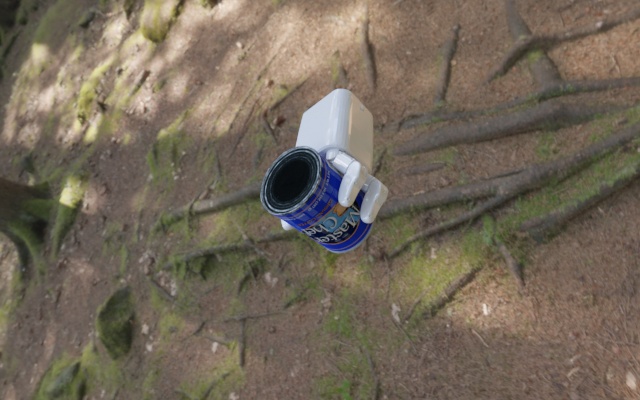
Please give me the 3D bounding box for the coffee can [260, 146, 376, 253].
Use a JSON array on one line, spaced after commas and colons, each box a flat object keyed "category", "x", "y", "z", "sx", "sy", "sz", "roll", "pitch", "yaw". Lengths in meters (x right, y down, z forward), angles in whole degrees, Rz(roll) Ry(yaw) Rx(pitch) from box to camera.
[{"category": "coffee can", "x": 0.000, "y": 0.002, "z": 0.673, "sx": 0.103, "sy": 0.102, "sz": 0.140, "roll": 0, "pitch": -25, "yaw": 40}]
